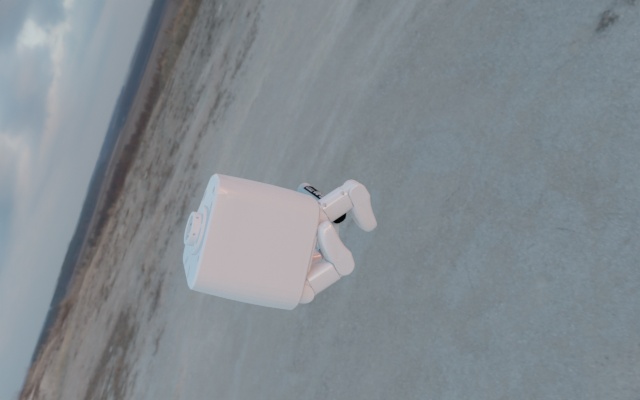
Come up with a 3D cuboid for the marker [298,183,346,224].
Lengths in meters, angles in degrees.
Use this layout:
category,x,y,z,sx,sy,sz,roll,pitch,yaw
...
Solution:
category,x,y,z,sx,sy,sz,roll,pitch,yaw
marker,0.000,0.002,0.560,0.020,0.020,0.121,0,15,-21
